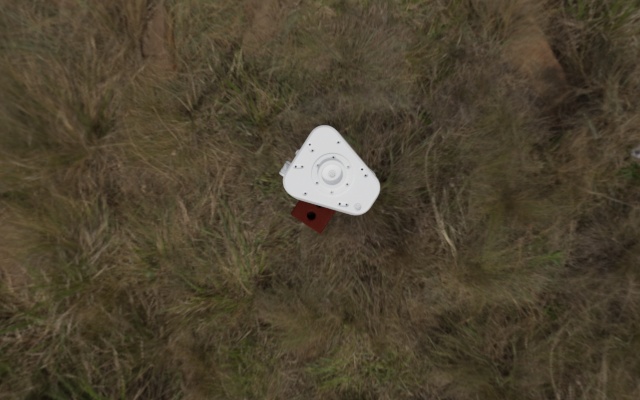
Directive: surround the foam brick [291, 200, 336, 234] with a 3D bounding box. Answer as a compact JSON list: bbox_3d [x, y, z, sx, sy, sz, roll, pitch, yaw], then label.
[{"bbox_3d":[0.000,0.003,0.690,0.053,0.078,0.051,33,3,2],"label":"foam brick"}]
